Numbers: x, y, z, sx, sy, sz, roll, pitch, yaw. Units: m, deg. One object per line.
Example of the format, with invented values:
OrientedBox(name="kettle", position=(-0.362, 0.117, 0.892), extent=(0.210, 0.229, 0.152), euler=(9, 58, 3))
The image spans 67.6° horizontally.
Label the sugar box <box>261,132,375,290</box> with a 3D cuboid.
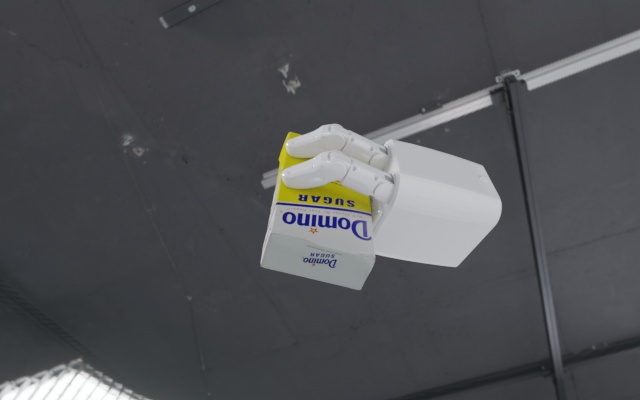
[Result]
OrientedBox(name="sugar box", position=(0.000, 0.001, 0.467), extent=(0.093, 0.048, 0.176), euler=(14, 32, -9))
